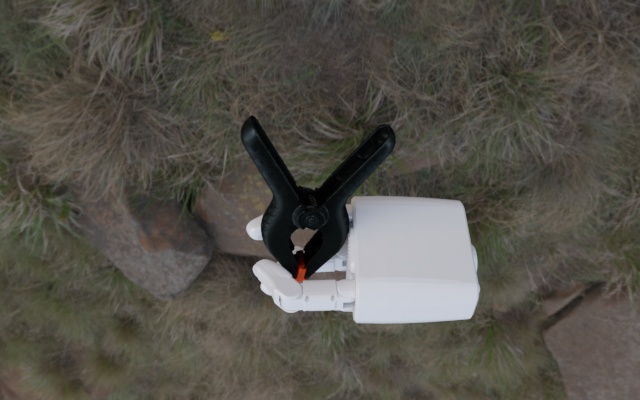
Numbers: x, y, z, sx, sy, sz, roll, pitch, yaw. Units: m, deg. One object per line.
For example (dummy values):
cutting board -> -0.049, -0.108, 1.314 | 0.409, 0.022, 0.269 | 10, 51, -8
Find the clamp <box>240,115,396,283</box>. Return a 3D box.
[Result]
clamp -> 0.000, 0.002, 0.410 | 0.120, 0.172, 0.039 | -1, 41, -1
